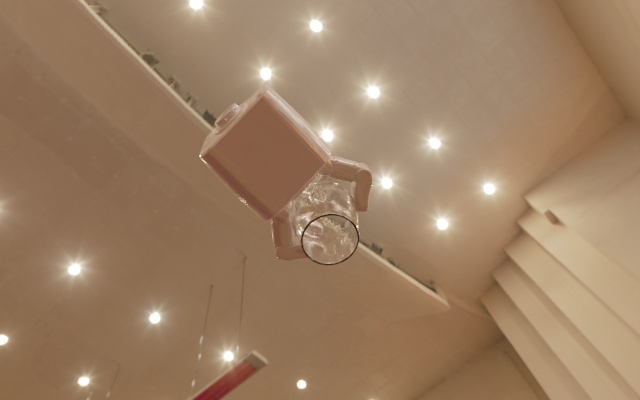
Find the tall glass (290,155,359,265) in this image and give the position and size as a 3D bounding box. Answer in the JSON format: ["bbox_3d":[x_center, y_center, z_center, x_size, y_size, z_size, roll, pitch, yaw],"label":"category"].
[{"bbox_3d":[0.000,0.002,0.589,0.079,0.079,0.201,0,24,-7],"label":"tall glass"}]
